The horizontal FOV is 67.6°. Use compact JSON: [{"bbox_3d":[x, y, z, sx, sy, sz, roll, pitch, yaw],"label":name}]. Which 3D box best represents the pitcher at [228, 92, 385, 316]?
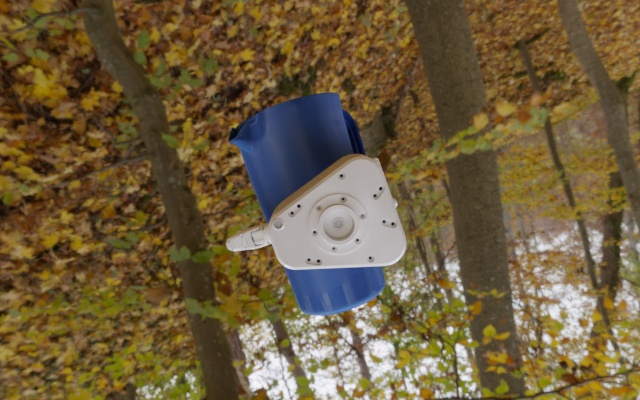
[{"bbox_3d":[0.000,0.002,0.573,0.149,0.243,0.145,-17,3,1],"label":"pitcher"}]
